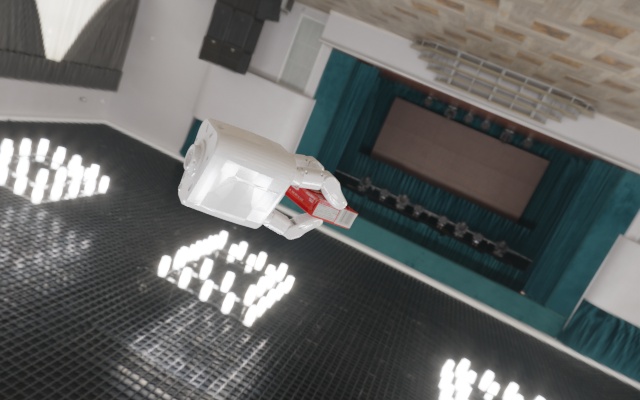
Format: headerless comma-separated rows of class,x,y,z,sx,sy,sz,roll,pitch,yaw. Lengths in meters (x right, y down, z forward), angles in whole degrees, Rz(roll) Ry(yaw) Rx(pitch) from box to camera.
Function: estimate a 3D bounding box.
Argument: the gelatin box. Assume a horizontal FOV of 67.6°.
gelatin box,0.000,0.003,0.685,0.089,0.030,0.073,21,13,-45
